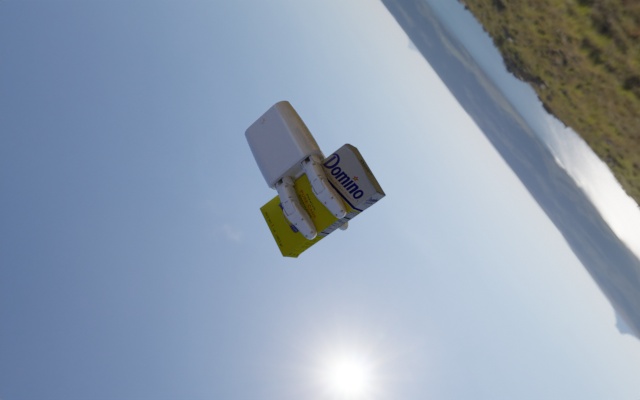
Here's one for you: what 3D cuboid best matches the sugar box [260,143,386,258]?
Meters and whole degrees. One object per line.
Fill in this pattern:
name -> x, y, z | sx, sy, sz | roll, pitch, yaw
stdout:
sugar box -> 0.000, 0.002, 0.718 | 0.176, 0.093, 0.048 | -38, -23, 20
